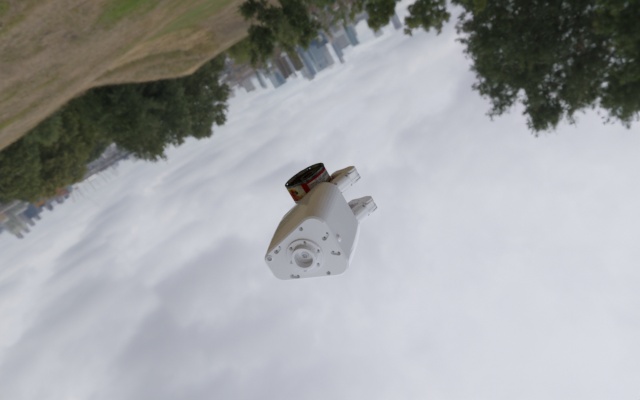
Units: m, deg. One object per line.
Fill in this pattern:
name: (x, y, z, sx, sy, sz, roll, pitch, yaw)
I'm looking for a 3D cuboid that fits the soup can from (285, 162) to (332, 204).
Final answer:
soup can: (0.000, 0.002, 0.731, 0.068, 0.102, 0.068, -28, 17, 9)
